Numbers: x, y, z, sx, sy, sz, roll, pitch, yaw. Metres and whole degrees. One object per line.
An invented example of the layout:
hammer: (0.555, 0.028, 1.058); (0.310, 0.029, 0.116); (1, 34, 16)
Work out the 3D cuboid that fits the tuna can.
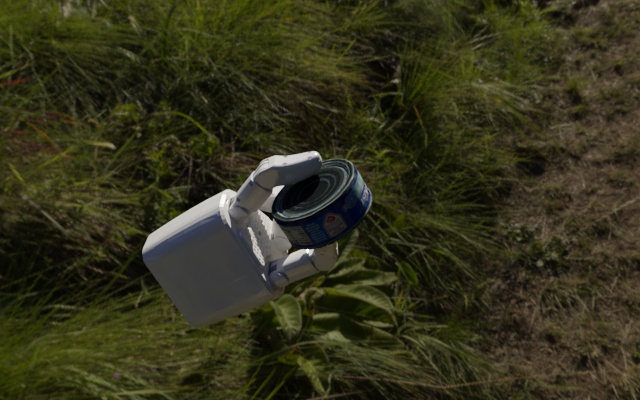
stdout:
tuna can: (0.000, 0.001, 0.421); (0.086, 0.034, 0.086); (-24, 30, 15)
